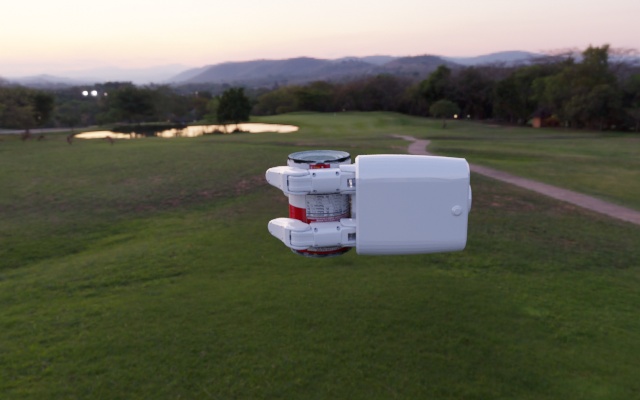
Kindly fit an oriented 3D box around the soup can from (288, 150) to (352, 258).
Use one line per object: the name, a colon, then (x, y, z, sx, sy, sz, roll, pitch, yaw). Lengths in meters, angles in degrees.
soup can: (0.000, 0.001, 0.510, 0.068, 0.102, 0.068, -1, 15, 0)
